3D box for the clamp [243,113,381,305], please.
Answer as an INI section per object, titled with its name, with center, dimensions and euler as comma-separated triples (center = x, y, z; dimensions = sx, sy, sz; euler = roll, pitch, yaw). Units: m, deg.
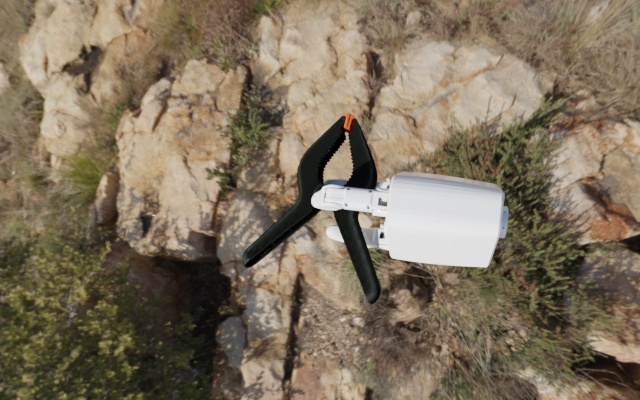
[clamp]
center = 0.000, 0.001, 0.550
dimensions = 0.164, 0.210, 0.036
euler = 7, -9, 15
